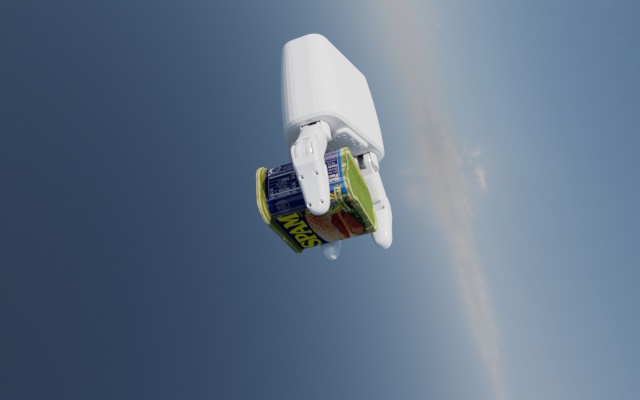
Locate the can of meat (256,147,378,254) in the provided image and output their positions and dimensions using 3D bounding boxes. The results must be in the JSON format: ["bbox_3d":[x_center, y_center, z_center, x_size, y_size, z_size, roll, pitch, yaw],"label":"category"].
[{"bbox_3d":[0.000,0.001,0.446,0.084,0.057,0.102,-15,-33,14],"label":"can of meat"}]
